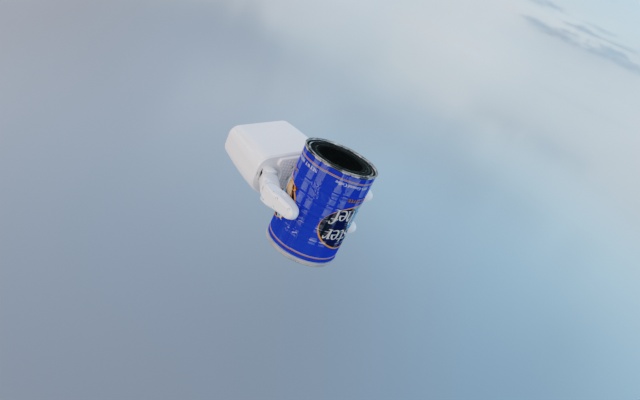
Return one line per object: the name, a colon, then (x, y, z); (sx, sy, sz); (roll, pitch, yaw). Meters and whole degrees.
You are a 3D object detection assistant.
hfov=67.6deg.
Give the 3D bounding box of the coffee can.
coffee can: (0.000, 0.002, 0.635); (0.103, 0.140, 0.102); (22, 23, -10)
